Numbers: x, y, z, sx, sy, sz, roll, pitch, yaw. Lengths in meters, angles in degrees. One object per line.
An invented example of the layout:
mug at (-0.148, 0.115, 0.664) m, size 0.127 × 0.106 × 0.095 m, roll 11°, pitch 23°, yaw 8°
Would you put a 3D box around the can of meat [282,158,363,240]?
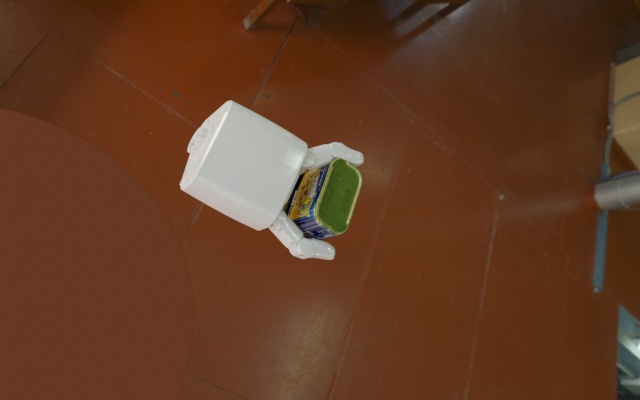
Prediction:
can of meat at (0.000, 0.002, 0.608) m, size 0.057 × 0.102 × 0.084 m, roll 33°, pitch -30°, yaw -25°
